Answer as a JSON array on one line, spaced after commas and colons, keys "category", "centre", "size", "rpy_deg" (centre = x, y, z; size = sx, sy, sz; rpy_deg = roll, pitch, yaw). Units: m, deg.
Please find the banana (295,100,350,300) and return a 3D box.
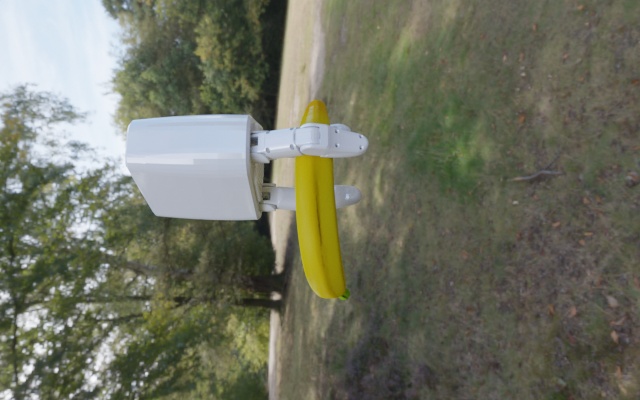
[{"category": "banana", "centre": [-0.002, 0.008, 0.435], "size": [0.037, 0.198, 0.069], "rpy_deg": [-5, 9, 7]}]
